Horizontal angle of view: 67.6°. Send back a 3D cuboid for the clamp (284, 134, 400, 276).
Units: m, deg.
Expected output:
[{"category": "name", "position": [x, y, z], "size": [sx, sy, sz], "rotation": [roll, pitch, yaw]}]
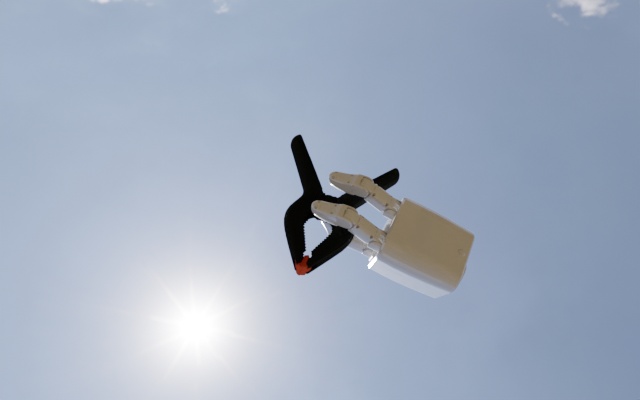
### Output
[{"category": "clamp", "position": [0.000, 0.003, 0.649], "size": [0.164, 0.210, 0.036], "rotation": [25, -33, 8]}]
